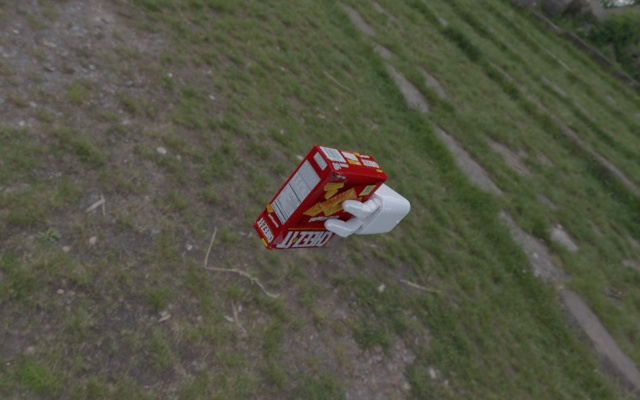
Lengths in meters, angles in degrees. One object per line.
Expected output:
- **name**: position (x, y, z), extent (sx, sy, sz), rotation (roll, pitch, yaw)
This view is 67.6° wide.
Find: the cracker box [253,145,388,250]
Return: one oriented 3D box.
- **cracker box**: position (0.000, 0.003, 0.899), extent (0.164, 0.072, 0.214), rotation (4, -46, -48)
